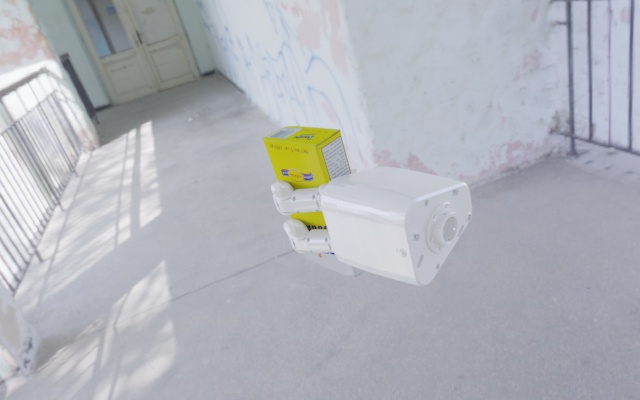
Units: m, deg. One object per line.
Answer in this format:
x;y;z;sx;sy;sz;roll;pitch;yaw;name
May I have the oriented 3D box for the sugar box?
0.000;0.002;0.558;0.048;0.176;0.093;-35;32;-33;sugar box
